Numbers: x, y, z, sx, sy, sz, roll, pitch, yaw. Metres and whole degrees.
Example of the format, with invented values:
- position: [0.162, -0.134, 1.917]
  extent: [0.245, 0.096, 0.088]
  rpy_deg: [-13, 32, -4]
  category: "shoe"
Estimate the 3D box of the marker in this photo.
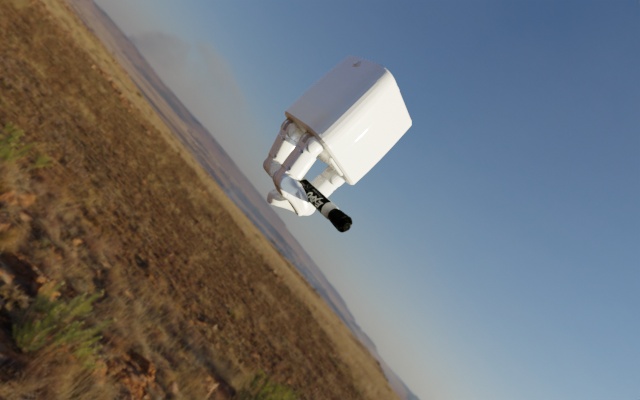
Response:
- position: [0.000, 0.002, 0.527]
  extent: [0.020, 0.020, 0.121]
  rpy_deg: [0, 24, -29]
  category: "marker"
